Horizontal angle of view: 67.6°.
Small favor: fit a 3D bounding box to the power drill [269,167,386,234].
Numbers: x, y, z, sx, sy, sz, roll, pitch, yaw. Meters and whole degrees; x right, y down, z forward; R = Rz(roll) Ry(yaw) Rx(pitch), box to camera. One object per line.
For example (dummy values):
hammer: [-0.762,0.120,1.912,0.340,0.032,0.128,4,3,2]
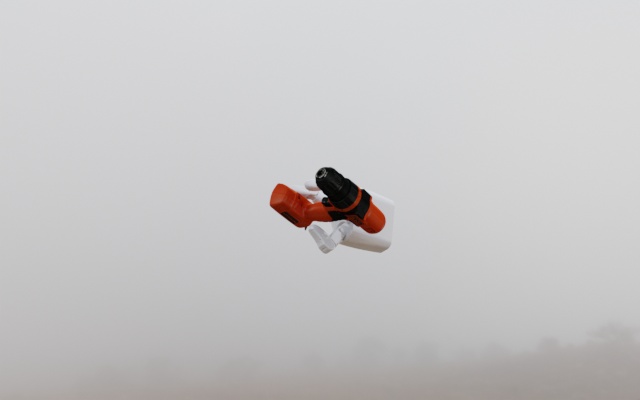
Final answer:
power drill: [0.000,0.003,0.847,0.187,0.057,0.184,1,-30,41]
